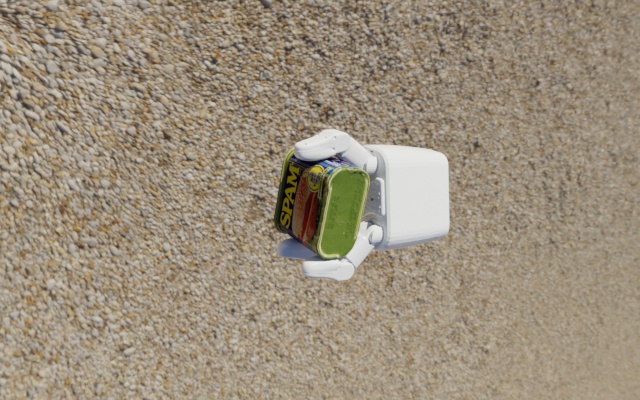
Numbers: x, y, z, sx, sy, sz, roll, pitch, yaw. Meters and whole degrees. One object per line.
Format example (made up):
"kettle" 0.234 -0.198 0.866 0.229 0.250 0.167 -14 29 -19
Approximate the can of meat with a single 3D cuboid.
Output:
"can of meat" 0.000 0.002 0.505 0.057 0.102 0.084 0 18 -37
